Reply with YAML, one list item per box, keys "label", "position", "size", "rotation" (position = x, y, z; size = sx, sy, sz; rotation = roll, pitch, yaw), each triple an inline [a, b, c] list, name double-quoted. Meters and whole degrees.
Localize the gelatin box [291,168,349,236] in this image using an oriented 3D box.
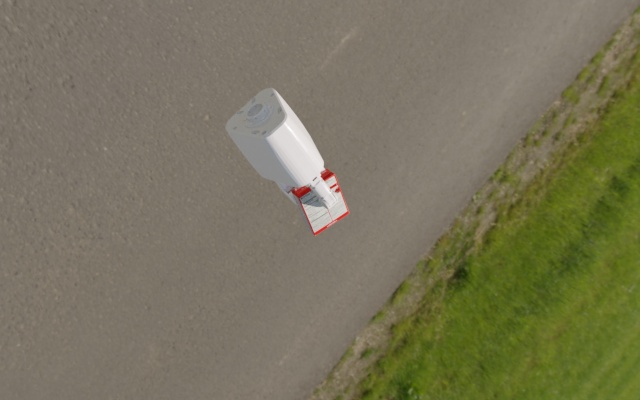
- label: "gelatin box"
  position: [0.000, 0.003, 0.787]
  size: [0.073, 0.089, 0.030]
  rotation: [-33, 36, -15]
